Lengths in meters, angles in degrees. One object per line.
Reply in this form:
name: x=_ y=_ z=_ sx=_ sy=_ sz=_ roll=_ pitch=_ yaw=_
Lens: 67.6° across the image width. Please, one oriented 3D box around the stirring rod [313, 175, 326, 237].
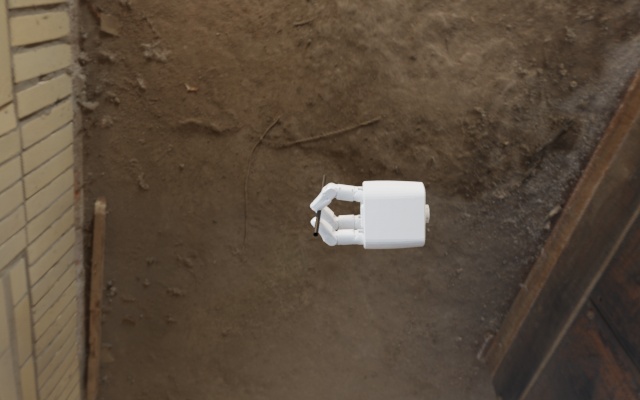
stirring rod: x=0.000 y=0.003 z=0.882 sx=0.011 sy=0.011 sz=0.239 roll=0 pitch=26 yaw=4
